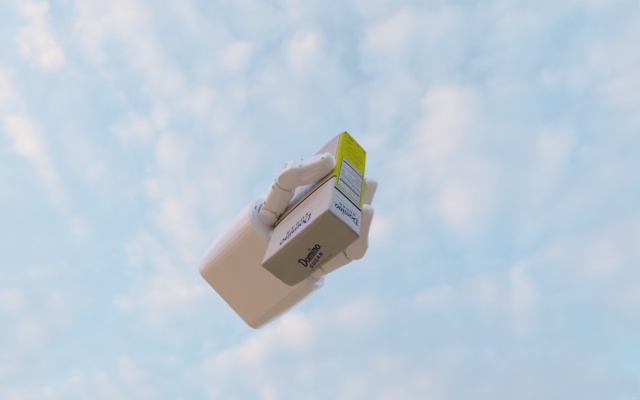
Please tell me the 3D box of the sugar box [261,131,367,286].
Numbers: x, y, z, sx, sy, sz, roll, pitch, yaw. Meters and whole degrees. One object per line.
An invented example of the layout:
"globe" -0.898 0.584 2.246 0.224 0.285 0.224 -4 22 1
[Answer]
"sugar box" 0.000 0.002 0.496 0.093 0.048 0.176 -40 21 27
